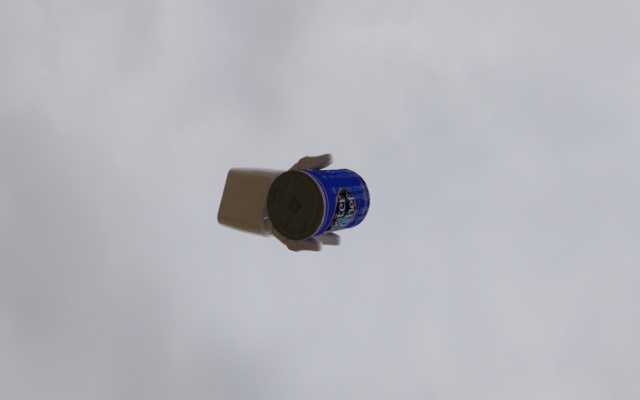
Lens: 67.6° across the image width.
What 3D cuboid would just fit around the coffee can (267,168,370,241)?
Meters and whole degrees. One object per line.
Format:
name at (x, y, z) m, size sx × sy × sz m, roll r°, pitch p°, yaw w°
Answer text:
coffee can at (0.000, 0.002, 0.745) m, size 0.103 × 0.103 × 0.140 m, roll 0°, pitch 4°, yaw 34°
